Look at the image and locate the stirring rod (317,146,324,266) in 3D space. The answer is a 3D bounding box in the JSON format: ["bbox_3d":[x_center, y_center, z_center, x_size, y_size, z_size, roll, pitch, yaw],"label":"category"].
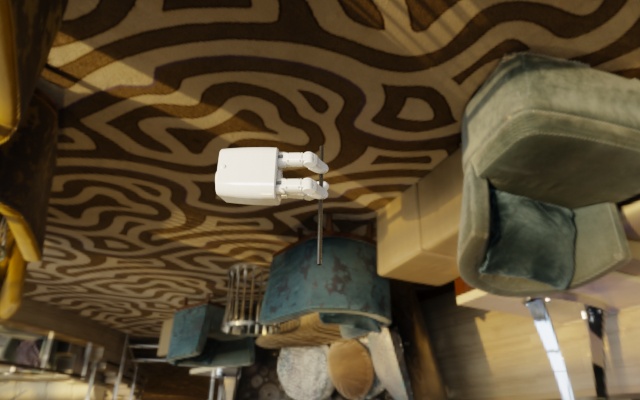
[{"bbox_3d":[0.000,0.003,0.872,0.011,0.239,0.011,1,-27,0],"label":"stirring rod"}]
